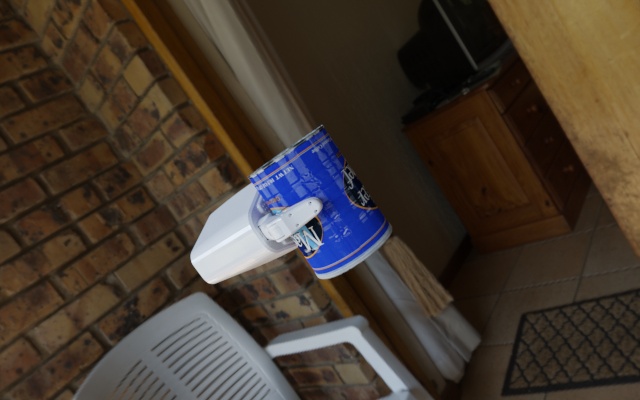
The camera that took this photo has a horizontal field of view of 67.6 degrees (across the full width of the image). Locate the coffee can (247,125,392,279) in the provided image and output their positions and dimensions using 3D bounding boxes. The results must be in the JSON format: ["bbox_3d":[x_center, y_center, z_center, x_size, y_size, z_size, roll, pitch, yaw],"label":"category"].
[{"bbox_3d":[0.000,0.002,0.537,0.103,0.140,0.103,-34,8,5],"label":"coffee can"}]
